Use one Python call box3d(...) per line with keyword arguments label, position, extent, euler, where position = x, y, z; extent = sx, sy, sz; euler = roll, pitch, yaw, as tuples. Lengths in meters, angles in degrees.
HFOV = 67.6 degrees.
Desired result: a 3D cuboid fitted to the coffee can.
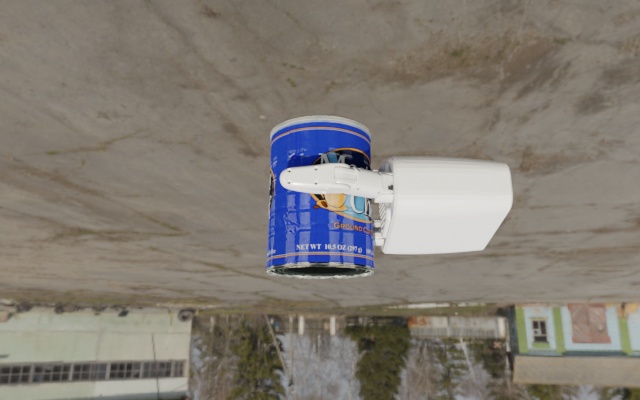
box3d(label="coffee can", position=(0.000, 0.001, 0.469), extent=(0.103, 0.140, 0.103), euler=(0, -15, 0))
